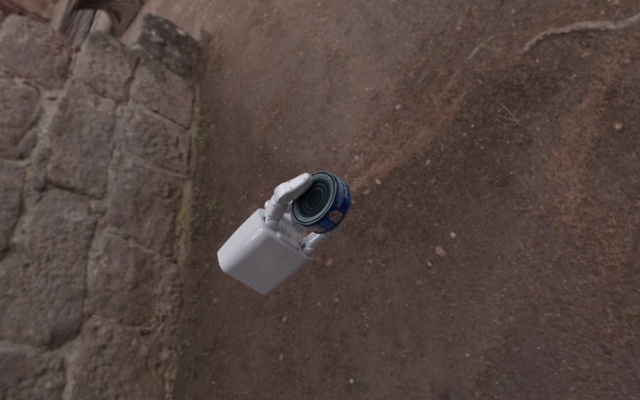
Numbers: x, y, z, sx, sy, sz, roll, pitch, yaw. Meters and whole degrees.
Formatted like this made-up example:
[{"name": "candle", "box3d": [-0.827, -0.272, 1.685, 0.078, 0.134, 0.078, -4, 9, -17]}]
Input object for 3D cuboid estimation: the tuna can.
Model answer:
[{"name": "tuna can", "box3d": [0.000, 0.002, 0.676, 0.086, 0.086, 0.034, 0, -24, 45]}]
